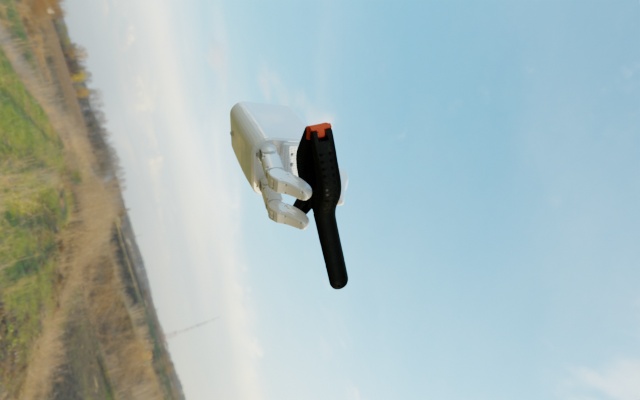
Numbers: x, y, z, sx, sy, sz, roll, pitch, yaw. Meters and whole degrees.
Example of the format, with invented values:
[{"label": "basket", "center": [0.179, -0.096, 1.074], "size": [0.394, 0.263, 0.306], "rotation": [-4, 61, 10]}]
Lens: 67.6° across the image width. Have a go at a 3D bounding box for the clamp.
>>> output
[{"label": "clamp", "center": [0.001, 0.001, 0.612], "size": [0.036, 0.210, 0.164], "rotation": [-15, 47, -21]}]
